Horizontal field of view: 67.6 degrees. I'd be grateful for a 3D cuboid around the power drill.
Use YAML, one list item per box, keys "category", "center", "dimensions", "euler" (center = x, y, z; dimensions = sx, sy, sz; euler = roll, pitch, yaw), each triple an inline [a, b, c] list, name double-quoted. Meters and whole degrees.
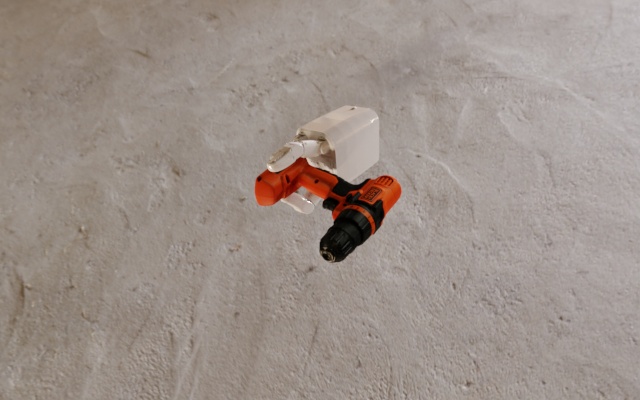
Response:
- category: "power drill"
  center: [0.000, 0.002, 0.686]
  dimensions: [0.187, 0.057, 0.184]
  euler: [23, 41, 25]
